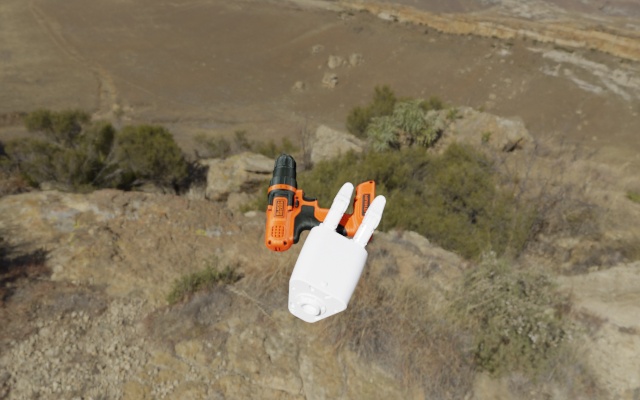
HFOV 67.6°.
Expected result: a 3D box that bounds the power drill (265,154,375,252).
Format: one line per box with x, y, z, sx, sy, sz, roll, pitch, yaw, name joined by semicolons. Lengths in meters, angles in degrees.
0.001;0.003;0.833;0.187;0.184;0.057;1;-25;4;power drill
